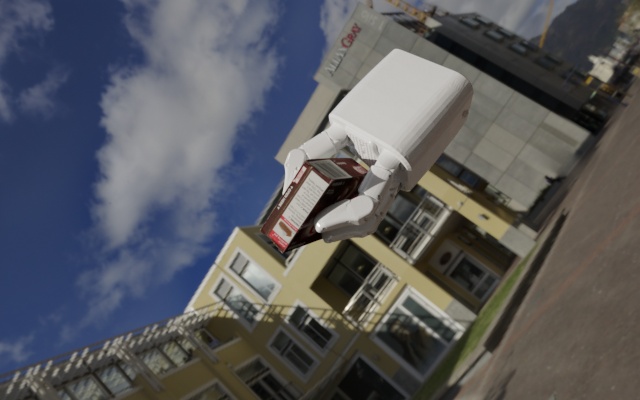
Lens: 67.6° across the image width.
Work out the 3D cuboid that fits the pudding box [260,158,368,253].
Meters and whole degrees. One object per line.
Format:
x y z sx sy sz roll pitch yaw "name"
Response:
0.000 0.001 0.491 0.039 0.090 0.113 41 21 19 "pudding box"
